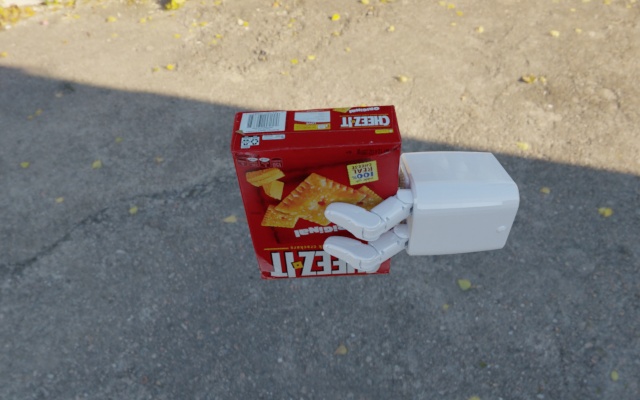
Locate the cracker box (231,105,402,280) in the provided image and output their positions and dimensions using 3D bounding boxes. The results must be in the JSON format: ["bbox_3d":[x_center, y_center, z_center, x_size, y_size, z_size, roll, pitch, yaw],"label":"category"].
[{"bbox_3d":[0.000,0.002,0.536,0.164,0.072,0.214,-2,-44,2],"label":"cracker box"}]
